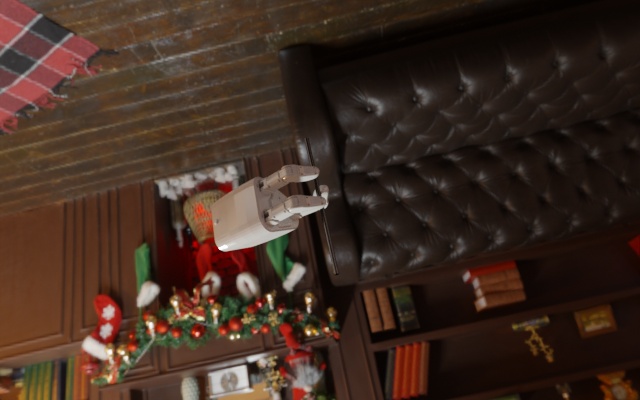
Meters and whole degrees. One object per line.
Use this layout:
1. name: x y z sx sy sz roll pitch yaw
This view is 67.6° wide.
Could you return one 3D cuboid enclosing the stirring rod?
1. stirring rod: 0.000 0.002 0.754 0.011 0.239 0.011 -10 -25 -5
